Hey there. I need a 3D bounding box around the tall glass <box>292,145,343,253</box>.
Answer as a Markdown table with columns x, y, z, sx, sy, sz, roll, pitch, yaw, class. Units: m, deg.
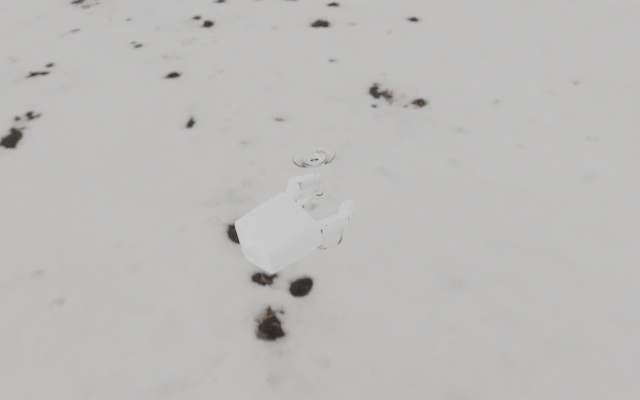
| x | y | z | sx | sy | sz | roll | pitch | yaw | class |
| --- | --- | --- | --- | --- | --- | --- | --- | --- | --- |
| 0.000 | 0.002 | 0.875 | 0.079 | 0.201 | 0.079 | -6 | 37 | 4 | tall glass |
